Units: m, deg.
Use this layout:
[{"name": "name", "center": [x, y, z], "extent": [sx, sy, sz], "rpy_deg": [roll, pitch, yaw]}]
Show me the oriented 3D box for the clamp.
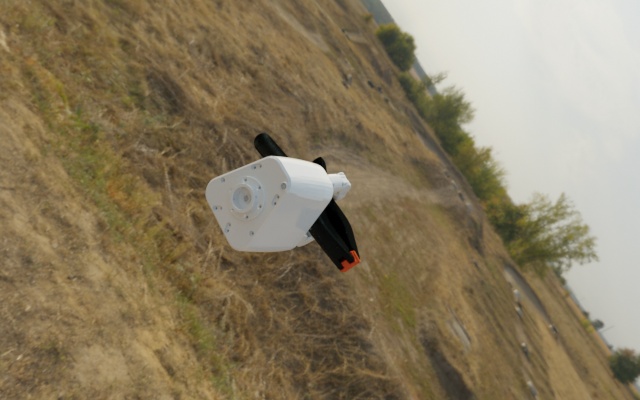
[{"name": "clamp", "center": [0.001, 0.002, 0.676], "extent": [0.036, 0.210, 0.164], "rpy_deg": [-37, -17, 22]}]
